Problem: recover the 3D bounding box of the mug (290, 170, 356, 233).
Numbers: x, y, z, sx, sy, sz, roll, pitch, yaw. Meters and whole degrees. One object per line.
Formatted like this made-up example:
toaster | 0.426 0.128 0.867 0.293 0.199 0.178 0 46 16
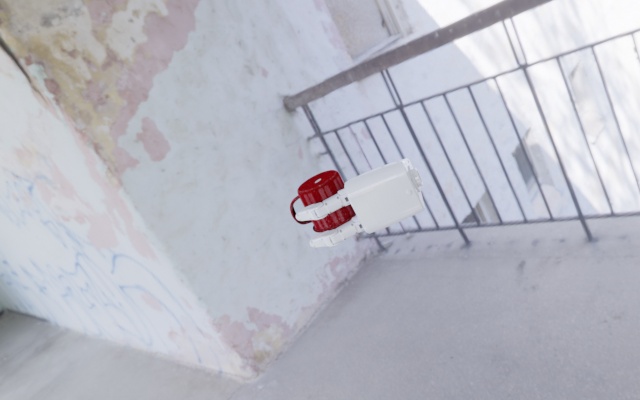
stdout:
mug | -0.001 0.003 0.854 0.117 0.081 0.093 -22 18 16
